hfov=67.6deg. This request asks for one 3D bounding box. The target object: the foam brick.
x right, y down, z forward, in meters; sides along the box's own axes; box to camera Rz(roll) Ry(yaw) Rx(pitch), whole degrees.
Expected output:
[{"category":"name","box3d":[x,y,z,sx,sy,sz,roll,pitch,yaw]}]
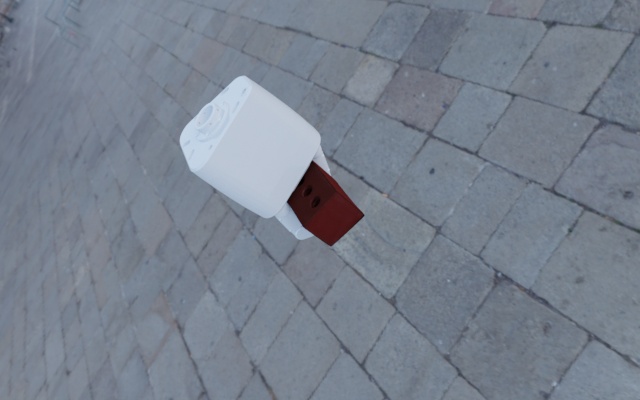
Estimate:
[{"category":"foam brick","box3d":[0.000,0.002,0.527,0.051,0.053,0.078,39,9,-40]}]
